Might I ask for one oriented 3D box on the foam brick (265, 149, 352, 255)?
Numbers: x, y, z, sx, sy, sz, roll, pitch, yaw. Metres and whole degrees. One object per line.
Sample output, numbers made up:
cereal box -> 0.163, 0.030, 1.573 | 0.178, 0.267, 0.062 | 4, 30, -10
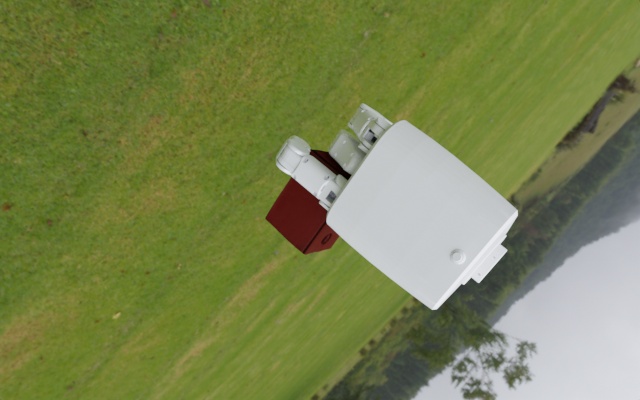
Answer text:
foam brick -> 0.000, 0.002, 0.421 | 0.051, 0.078, 0.053 | 41, 18, 20
